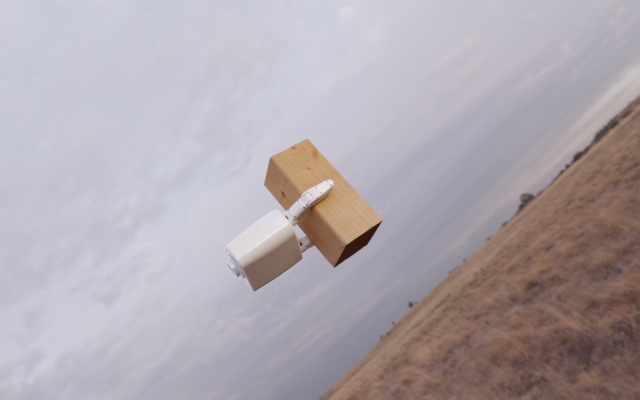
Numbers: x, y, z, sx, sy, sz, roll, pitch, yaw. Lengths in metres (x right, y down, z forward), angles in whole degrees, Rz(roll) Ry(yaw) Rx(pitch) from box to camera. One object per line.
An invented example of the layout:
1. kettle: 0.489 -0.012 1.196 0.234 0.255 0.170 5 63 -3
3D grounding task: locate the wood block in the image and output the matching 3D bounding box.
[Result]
1. wood block: 0.000 0.003 0.849 0.090 0.206 0.091 -31 -21 -30
